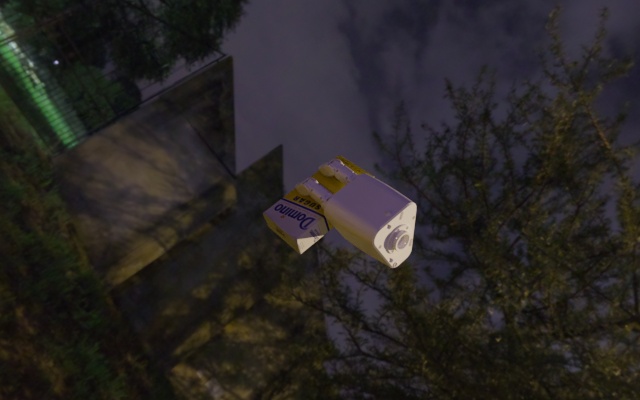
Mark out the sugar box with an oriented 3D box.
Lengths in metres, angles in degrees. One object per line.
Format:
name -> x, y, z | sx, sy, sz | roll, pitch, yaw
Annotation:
sugar box -> 0.000, 0.002, 0.806 | 0.176, 0.048, 0.093 | -37, 48, -21
